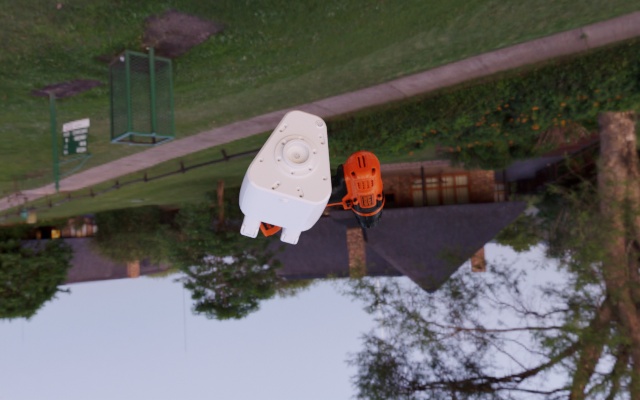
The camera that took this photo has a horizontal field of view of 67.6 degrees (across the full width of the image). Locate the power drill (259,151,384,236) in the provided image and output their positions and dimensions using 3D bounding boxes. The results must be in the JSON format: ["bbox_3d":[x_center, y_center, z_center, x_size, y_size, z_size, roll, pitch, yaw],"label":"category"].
[{"bbox_3d":[0.000,0.002,0.699,0.187,0.057,0.184,-11,-30,3],"label":"power drill"}]
